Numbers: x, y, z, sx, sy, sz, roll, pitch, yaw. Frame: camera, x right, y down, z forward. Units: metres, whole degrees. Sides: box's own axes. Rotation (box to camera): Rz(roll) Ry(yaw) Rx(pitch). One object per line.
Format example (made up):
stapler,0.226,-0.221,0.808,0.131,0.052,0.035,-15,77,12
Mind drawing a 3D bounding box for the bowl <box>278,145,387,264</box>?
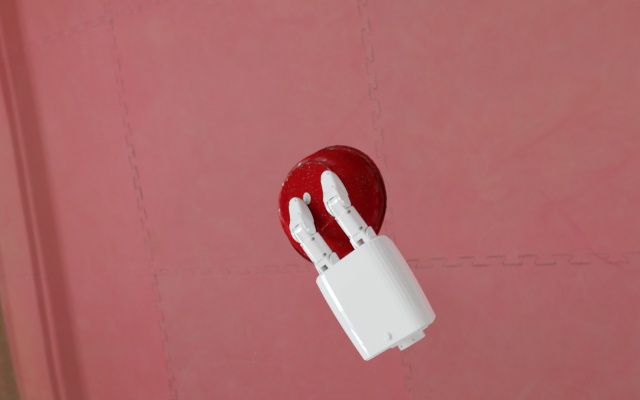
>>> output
bowl,-0.001,0.001,0.606,0.162,0.162,0.055,0,-9,35
